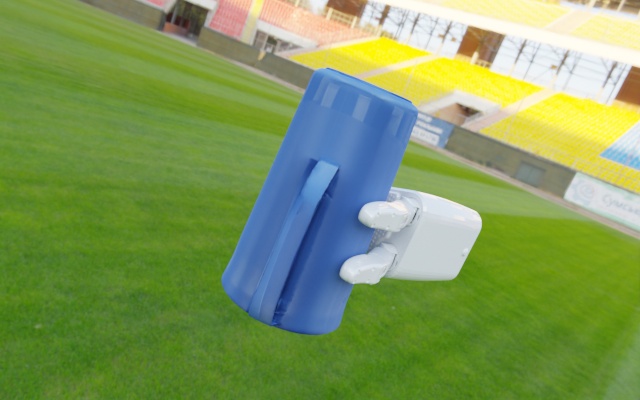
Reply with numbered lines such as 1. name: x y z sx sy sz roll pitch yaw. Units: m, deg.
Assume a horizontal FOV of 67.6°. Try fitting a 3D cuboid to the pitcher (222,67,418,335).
1. pitcher: 0.000 0.002 0.469 0.145 0.243 0.149 12 16 -36
